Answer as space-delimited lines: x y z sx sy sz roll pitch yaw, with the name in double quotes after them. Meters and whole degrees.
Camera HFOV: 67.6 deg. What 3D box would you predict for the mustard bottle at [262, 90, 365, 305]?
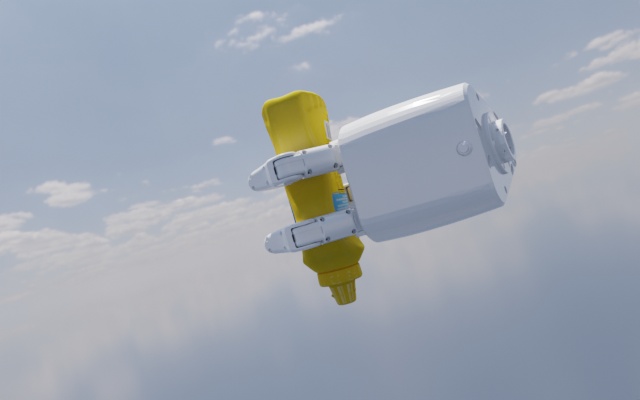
0.000 0.001 0.442 0.058 0.191 0.096 -16 -3 8 "mustard bottle"
